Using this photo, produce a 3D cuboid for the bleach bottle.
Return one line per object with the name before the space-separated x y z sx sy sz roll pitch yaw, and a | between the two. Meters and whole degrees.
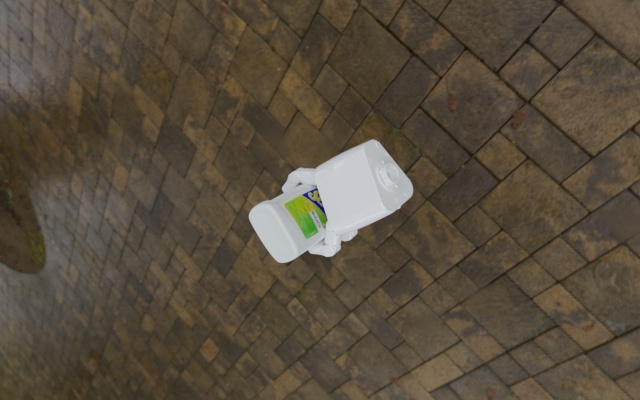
bleach bottle | 0.000 0.003 0.803 0.068 0.102 0.250 -27 5 44
